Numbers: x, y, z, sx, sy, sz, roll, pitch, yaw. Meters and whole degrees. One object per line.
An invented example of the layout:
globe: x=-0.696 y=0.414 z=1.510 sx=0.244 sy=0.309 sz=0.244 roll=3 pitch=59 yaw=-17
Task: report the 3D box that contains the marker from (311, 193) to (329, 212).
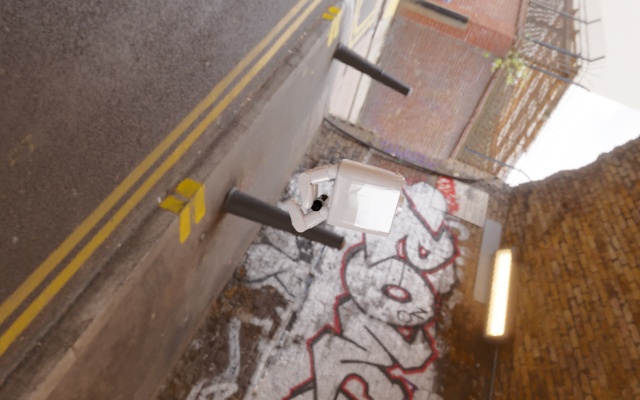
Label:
marker: x=0.000 y=0.003 z=0.835 sx=0.020 sy=0.020 sz=0.121 roll=0 pitch=6 yaw=8
